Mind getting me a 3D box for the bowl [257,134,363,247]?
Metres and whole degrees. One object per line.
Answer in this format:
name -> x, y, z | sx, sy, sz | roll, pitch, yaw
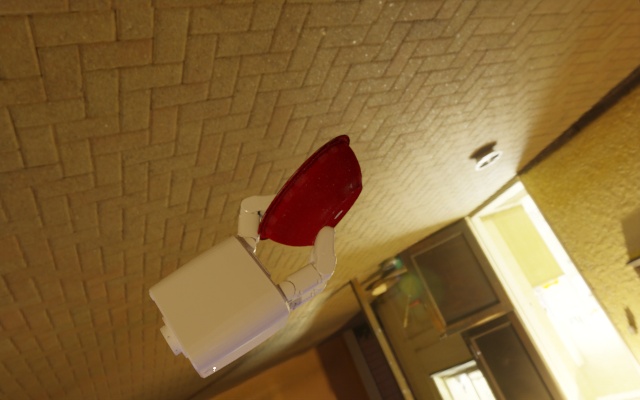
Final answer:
bowl -> 0.001, 0.001, 0.565 | 0.055, 0.162, 0.162 | 40, 9, 10
